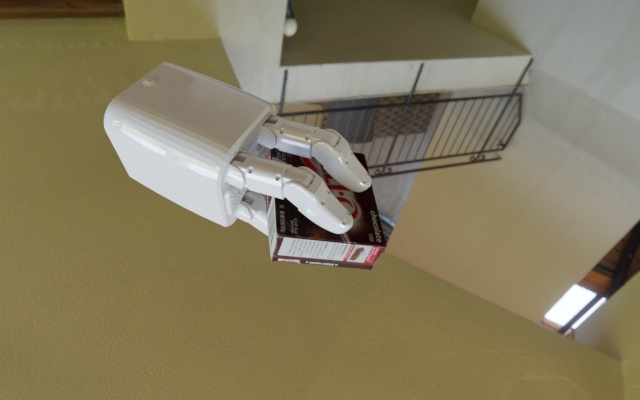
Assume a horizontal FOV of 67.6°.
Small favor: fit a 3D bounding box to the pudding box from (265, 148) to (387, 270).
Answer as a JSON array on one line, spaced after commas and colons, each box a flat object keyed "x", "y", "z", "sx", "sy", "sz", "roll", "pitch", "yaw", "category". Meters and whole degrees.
[{"x": 0.000, "y": 0.001, "z": 0.408, "sx": 0.090, "sy": 0.113, "sz": 0.039, "roll": 7, "pitch": -42, "yaw": -16, "category": "pudding box"}]
